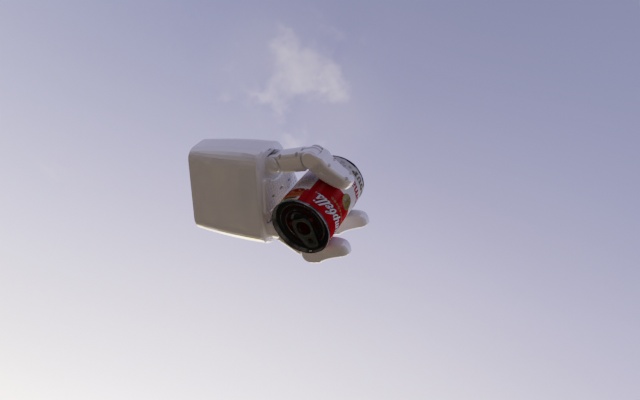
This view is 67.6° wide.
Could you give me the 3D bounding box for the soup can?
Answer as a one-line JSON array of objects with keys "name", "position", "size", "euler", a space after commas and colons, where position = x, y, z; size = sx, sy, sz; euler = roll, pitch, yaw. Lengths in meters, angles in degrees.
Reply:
[{"name": "soup can", "position": [0.001, 0.002, 0.535], "size": [0.068, 0.068, 0.102], "euler": [0, 32, 31]}]
